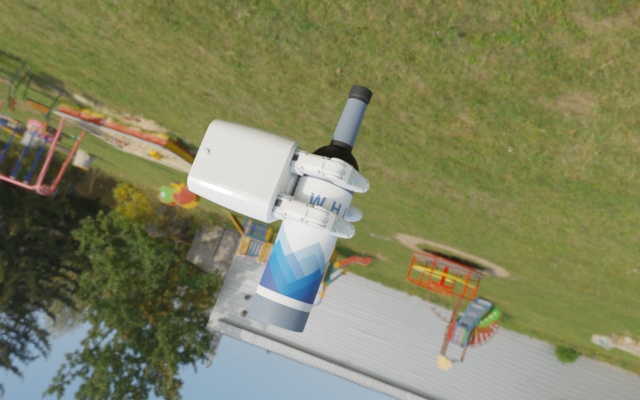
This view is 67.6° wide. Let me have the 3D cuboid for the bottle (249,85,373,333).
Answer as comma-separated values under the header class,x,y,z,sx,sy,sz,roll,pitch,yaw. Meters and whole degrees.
class,x,y,z,sx,sy,sz,roll,pitch,yaw
bottle,0.000,0.002,0.563,0.069,0.295,0.069,20,-8,3
